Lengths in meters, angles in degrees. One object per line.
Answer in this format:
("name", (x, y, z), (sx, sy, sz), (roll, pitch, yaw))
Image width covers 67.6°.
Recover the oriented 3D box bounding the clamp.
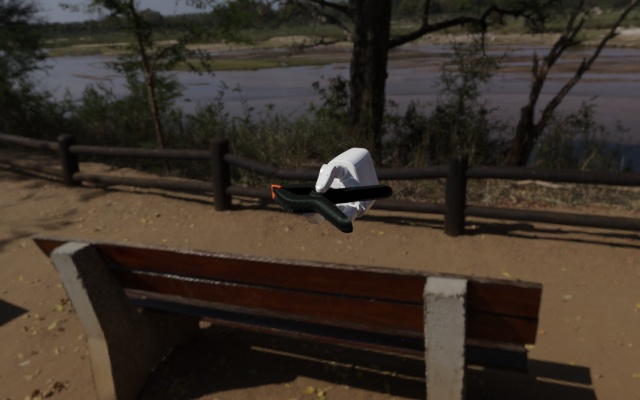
("clamp", (0.000, 0.002, 0.815), (0.210, 0.036, 0.164), (6, 24, 23))
